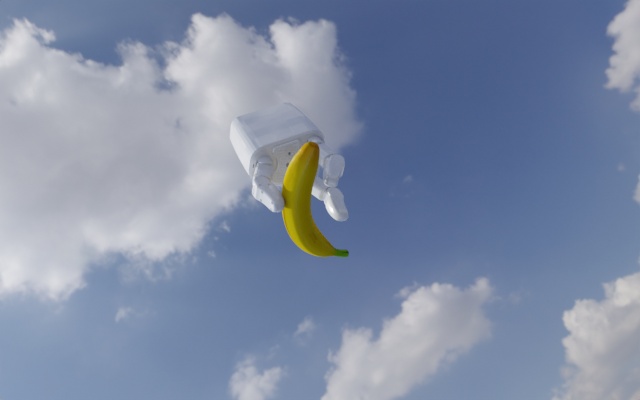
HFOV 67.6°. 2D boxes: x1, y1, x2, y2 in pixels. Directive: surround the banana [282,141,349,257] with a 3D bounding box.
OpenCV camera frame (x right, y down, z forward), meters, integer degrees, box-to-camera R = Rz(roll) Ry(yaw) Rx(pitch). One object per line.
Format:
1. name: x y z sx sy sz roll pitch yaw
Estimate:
1. banana: -0.016 0.012 0.612 0.069 0.198 0.037 -23 42 -7
